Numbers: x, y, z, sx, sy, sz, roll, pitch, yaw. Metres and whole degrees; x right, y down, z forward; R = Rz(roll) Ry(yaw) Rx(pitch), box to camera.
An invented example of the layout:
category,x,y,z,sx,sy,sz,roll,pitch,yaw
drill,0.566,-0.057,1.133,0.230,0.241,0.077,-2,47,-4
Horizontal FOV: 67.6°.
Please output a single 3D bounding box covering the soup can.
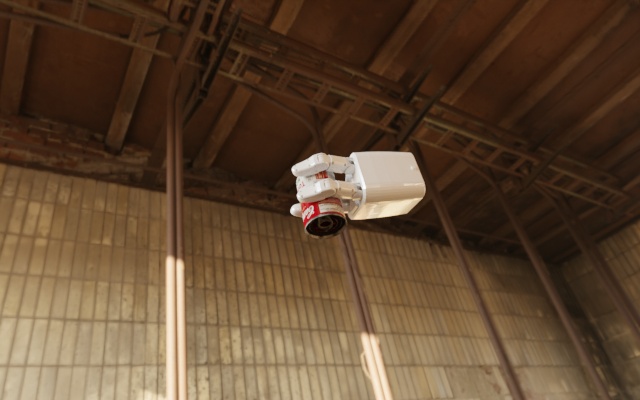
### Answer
category,x,y,z,sx,sy,sz,roll,pitch,yaw
soup can,0.000,0.002,0.781,0.068,0.102,0.069,-8,-36,-6
